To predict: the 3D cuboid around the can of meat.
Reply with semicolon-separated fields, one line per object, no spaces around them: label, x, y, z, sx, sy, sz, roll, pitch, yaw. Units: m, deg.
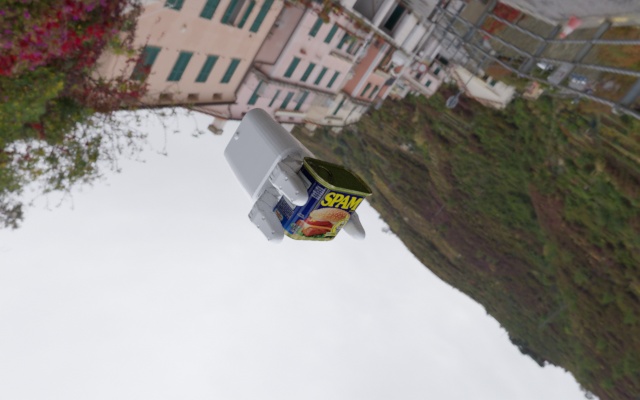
can of meat;0.000;0.002;0.580;0.102;0.084;0.057;9;33;-50
